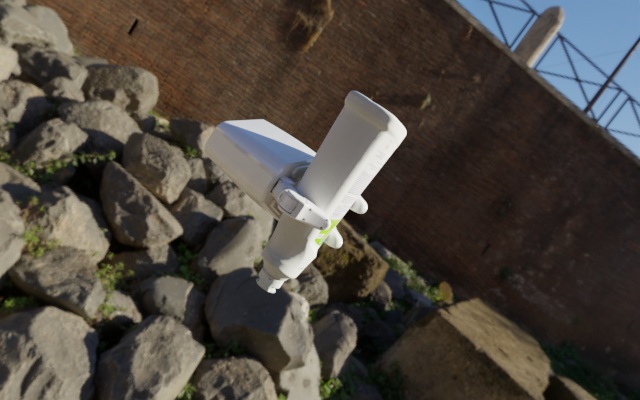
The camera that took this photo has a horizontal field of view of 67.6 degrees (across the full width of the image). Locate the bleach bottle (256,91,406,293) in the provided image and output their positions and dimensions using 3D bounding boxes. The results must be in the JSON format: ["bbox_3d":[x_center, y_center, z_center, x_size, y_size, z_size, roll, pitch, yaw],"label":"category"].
[{"bbox_3d":[0.000,0.002,0.559,0.068,0.251,0.102,37,9,19],"label":"bleach bottle"}]
